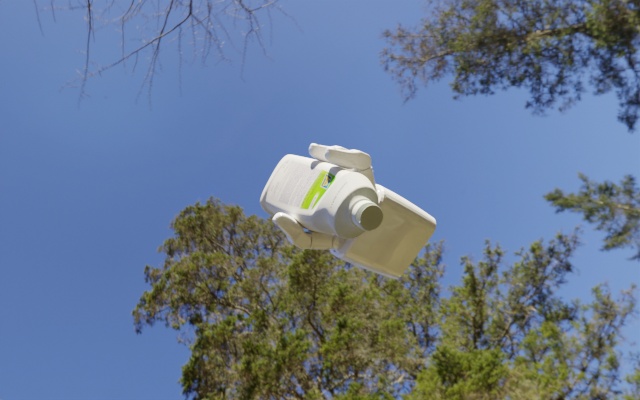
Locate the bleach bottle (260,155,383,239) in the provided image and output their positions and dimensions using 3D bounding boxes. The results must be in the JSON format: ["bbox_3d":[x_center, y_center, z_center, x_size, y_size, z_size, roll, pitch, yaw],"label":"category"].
[{"bbox_3d":[0.000,0.002,0.620,0.068,0.102,0.250,27,-1,-27],"label":"bleach bottle"}]
